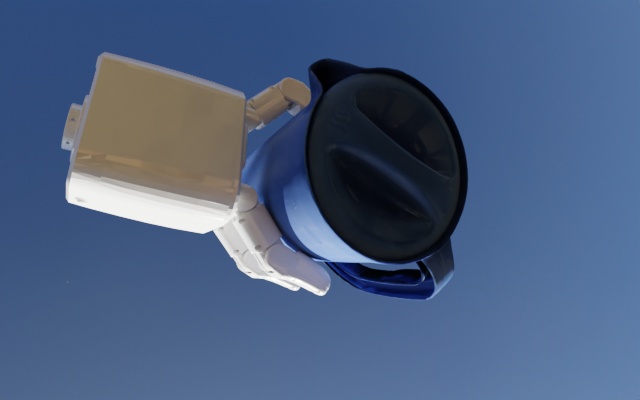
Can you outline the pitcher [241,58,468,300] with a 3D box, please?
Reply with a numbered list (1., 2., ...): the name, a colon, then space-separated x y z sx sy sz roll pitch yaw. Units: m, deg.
1. pitcher: 0.000 0.001 0.414 0.145 0.149 0.243 14 -15 -25
